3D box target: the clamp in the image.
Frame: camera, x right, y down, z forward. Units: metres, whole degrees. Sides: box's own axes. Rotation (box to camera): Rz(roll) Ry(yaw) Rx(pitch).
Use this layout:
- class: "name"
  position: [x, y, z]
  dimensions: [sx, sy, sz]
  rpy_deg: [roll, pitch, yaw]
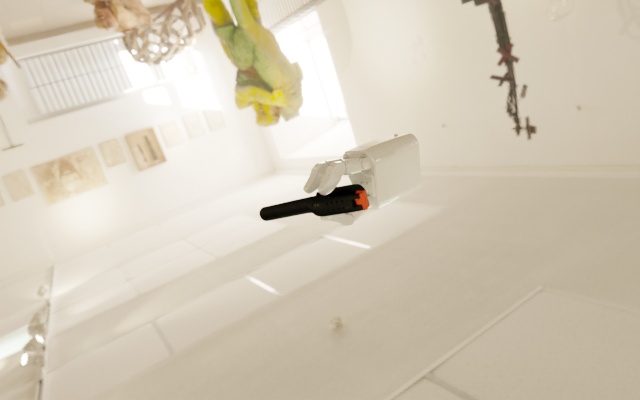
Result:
- class: "clamp"
  position: [0.001, 0.003, 0.794]
  dimensions: [0.164, 0.036, 0.210]
  rpy_deg: [-24, 14, -25]
